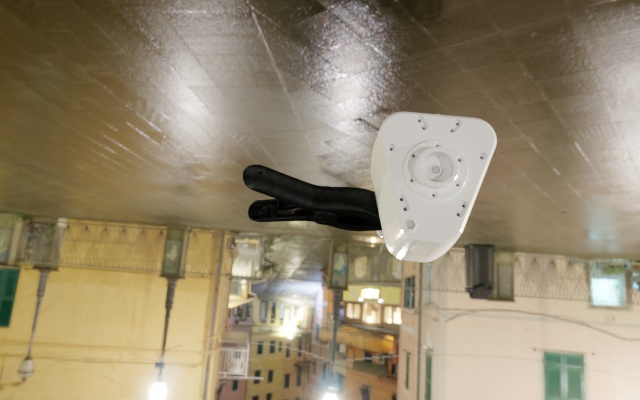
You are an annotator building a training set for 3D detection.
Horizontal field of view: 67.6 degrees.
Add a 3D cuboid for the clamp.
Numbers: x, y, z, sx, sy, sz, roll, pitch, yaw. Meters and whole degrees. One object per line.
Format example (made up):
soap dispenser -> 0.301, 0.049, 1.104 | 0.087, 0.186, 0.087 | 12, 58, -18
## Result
clamp -> 0.000, 0.002, 0.486 | 0.171, 0.039, 0.120 | 3, -15, 5
